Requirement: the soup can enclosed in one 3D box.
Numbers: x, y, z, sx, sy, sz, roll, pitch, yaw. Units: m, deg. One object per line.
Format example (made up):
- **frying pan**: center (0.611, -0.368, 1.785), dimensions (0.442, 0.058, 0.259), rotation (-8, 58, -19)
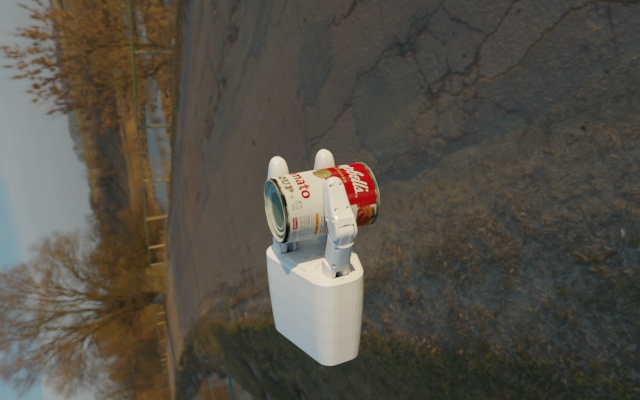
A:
- **soup can**: center (0.000, 0.001, 0.490), dimensions (0.102, 0.068, 0.068), rotation (-11, 4, -22)
